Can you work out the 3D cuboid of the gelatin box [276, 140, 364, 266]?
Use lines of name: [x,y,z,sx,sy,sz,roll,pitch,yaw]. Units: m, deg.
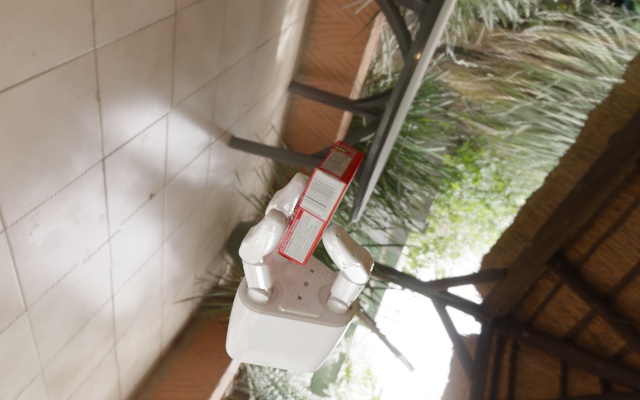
gelatin box: [0.001,0.001,0.406,0.030,0.089,0.073,28,28,3]
